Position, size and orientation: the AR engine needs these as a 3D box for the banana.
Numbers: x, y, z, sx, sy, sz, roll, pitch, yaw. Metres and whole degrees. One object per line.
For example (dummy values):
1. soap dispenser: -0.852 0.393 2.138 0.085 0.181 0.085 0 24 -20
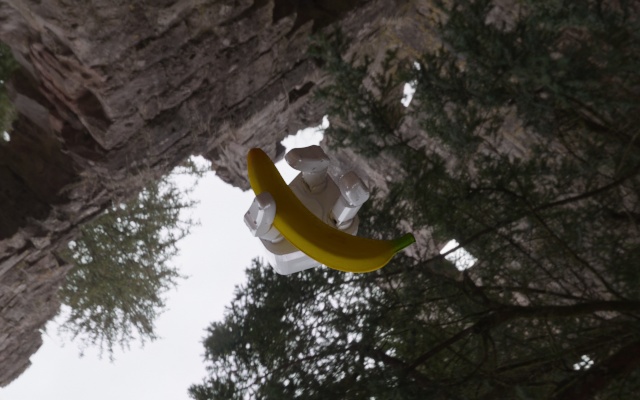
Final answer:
1. banana: -0.007 0.019 0.480 0.198 0.069 0.037 30 -11 16
